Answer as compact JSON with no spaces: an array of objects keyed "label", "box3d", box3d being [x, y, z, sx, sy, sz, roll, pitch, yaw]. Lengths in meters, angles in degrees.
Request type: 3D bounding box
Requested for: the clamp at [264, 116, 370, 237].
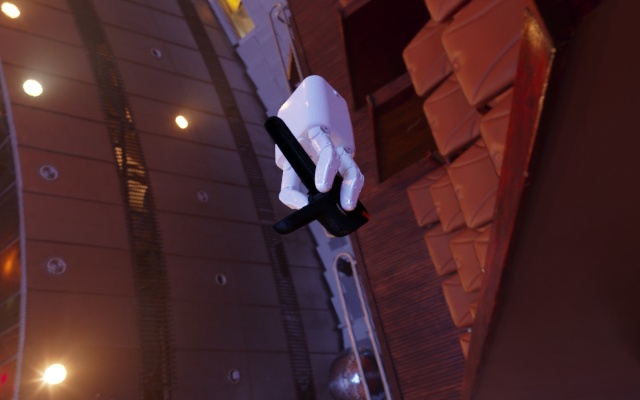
[{"label":"clamp","box3d":[0.000,0.002,0.634,0.036,0.164,0.210,-25,-41,29]}]
